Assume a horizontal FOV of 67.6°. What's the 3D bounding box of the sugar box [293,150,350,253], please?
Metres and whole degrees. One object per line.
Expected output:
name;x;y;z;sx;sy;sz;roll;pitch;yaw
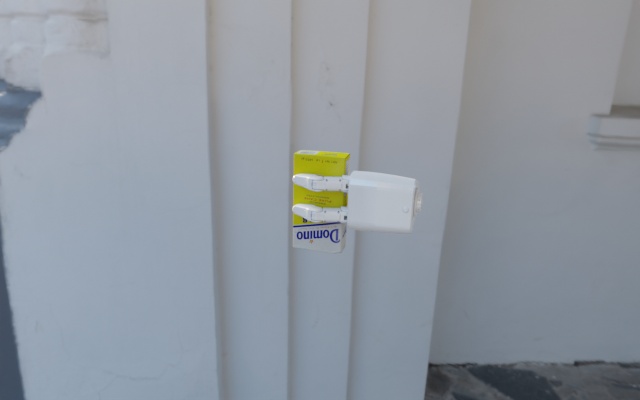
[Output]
sugar box;0.000;0.003;0.839;0.093;0.176;0.048;6;17;15
